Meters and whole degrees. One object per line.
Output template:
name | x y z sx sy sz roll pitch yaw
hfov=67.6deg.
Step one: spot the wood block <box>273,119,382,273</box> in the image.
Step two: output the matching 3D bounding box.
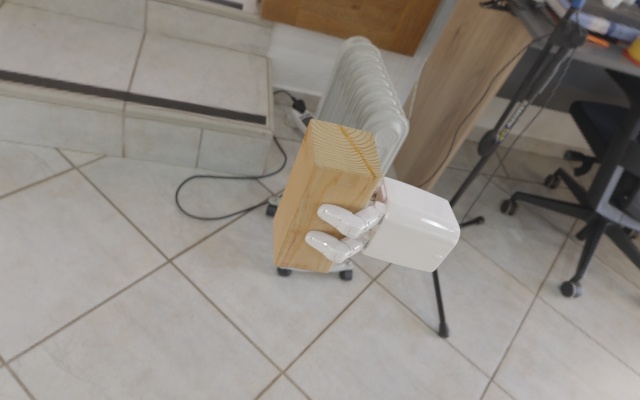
wood block | 0.001 0.002 0.665 0.090 0.090 0.206 10 -45 -15
